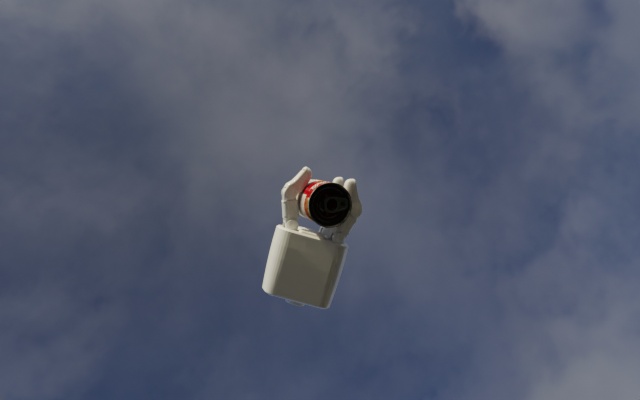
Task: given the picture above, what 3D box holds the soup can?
[{"bbox_3d":[0.000,0.002,0.750,0.068,0.068,0.102,0,5,-17],"label":"soup can"}]
